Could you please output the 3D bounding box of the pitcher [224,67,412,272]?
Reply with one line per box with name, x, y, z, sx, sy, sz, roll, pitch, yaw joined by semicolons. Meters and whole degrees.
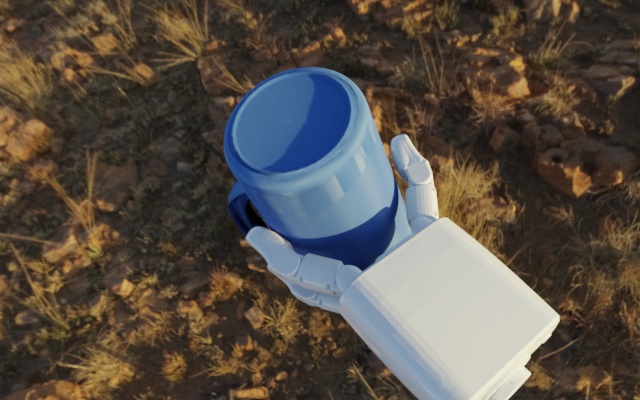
pitcher;0.000;0.001;0.432;0.145;0.149;0.243;46;-8;31
